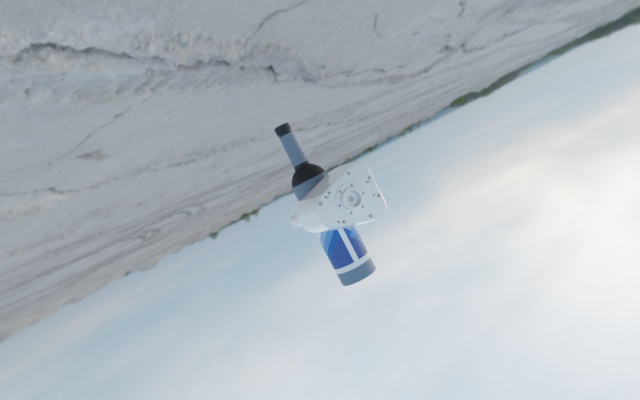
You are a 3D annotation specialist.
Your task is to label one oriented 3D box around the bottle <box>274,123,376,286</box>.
[{"bbox_3d":[0.000,0.003,0.826,0.069,0.296,0.069,-27,3,1],"label":"bottle"}]
